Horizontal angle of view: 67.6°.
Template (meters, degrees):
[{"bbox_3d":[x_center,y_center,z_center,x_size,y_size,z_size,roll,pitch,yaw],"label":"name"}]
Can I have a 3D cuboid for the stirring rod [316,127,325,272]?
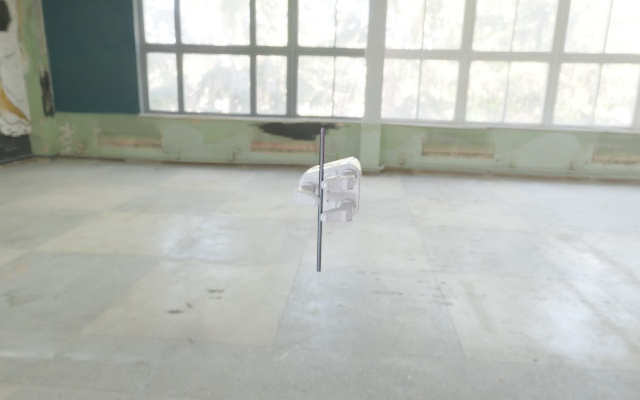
[{"bbox_3d":[0.000,0.003,0.775,0.011,0.239,0.011,1,14,0],"label":"stirring rod"}]
